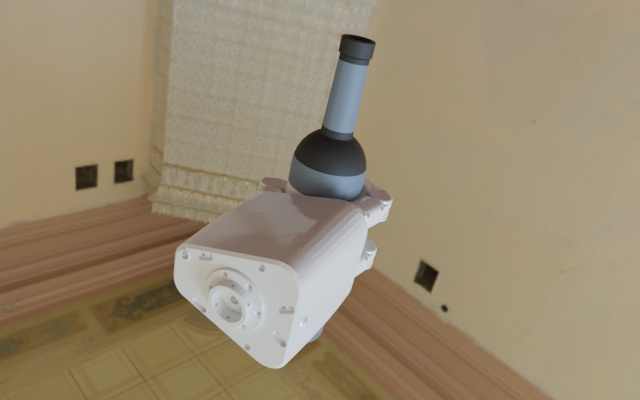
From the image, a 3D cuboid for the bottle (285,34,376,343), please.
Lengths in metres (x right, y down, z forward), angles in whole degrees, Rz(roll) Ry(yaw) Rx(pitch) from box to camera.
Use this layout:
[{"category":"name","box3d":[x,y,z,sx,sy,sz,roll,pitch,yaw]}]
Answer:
[{"category":"bottle","box3d":[0.000,0.002,0.438,0.069,0.296,0.069,10,28,-6]}]
